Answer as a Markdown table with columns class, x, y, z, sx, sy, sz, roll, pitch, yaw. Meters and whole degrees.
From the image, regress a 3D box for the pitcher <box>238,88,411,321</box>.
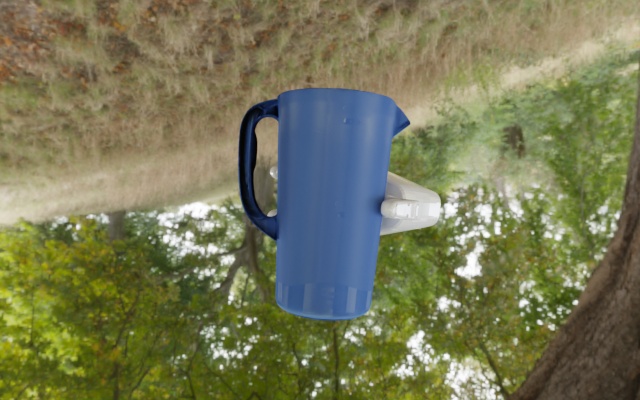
| class | x | y | z | sx | sy | sz | roll | pitch | yaw |
| --- | --- | --- | --- | --- | --- | --- | --- | --- | --- |
| pitcher | 0.000 | 0.002 | 0.536 | 0.149 | 0.243 | 0.145 | 5 | 2 | 40 |
